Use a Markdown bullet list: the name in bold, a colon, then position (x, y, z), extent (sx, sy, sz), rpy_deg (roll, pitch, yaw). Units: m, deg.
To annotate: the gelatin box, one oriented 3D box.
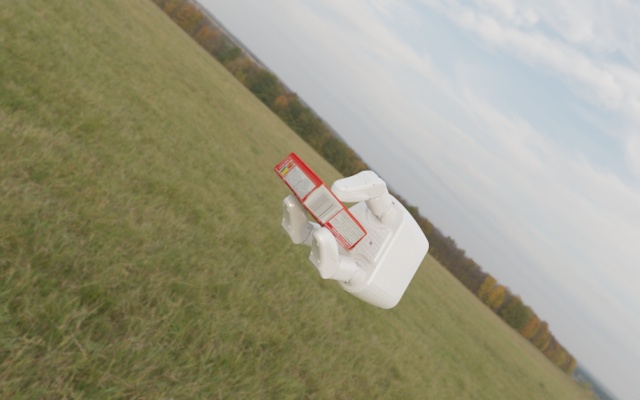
- **gelatin box**: position (0.000, 0.001, 0.475), extent (0.089, 0.030, 0.073), rpy_deg (47, 1, -40)
